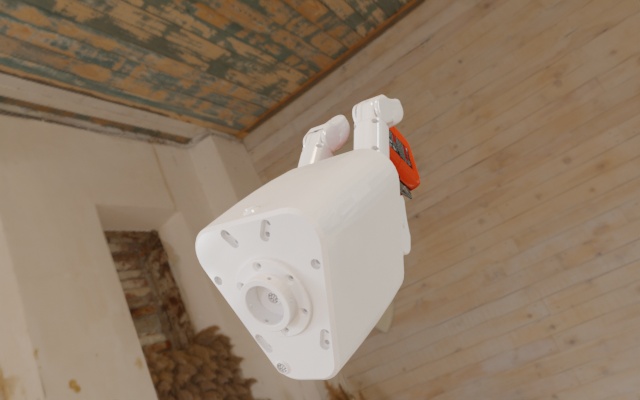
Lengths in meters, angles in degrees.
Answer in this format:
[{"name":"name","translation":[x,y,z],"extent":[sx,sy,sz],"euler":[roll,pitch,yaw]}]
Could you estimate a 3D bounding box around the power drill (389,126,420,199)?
[{"name":"power drill","translation":[0.000,0.001,0.448],"extent":[0.057,0.188,0.184],"euler":[41,21,-17]}]
